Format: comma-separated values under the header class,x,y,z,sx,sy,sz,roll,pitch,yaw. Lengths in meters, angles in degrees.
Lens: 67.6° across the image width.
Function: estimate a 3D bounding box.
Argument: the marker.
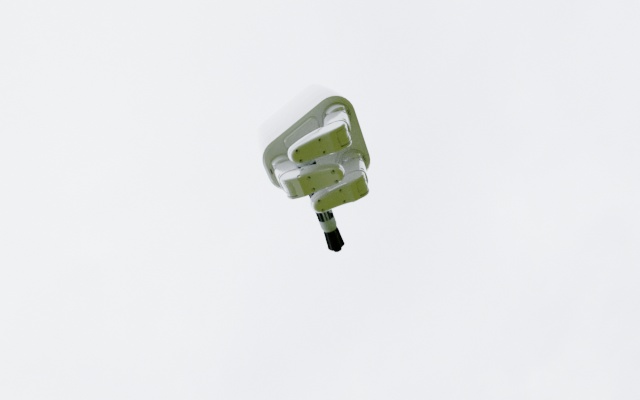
class,x,y,z,sx,sy,sz,roll,pitch,yaw
marker,0.000,0.002,0.482,0.020,0.121,0.020,-16,26,8
